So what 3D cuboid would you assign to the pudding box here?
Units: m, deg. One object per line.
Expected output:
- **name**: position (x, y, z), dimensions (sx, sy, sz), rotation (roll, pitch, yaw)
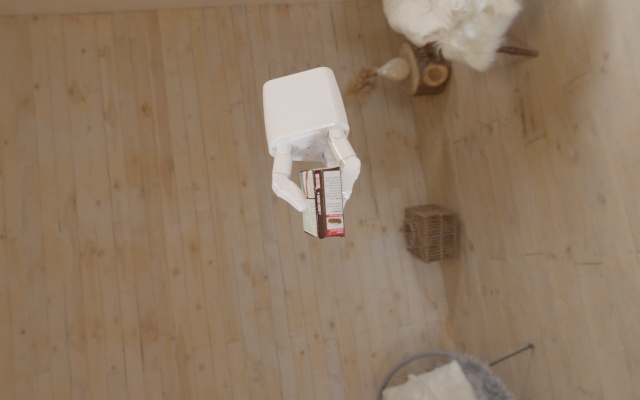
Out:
- **pudding box**: position (0.000, 0.002, 0.637), dimensions (0.039, 0.090, 0.113), rotation (-5, 3, -10)
